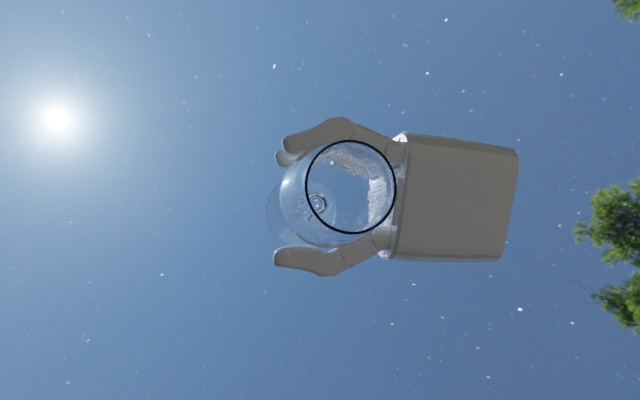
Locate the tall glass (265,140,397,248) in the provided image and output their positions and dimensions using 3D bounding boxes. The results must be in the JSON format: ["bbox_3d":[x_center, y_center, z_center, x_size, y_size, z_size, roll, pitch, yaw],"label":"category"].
[{"bbox_3d":[0.000,0.001,0.402,0.079,0.079,0.201,0,-6,-12],"label":"tall glass"}]
